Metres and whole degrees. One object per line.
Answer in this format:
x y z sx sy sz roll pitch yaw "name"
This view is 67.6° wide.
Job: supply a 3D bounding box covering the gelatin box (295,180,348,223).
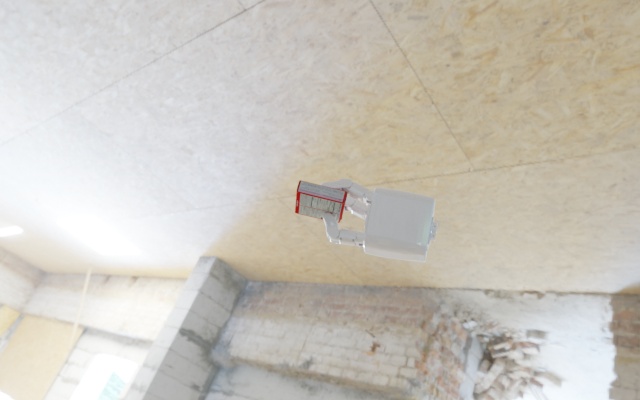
0.000 0.003 0.865 0.089 0.030 0.073 13 -32 3 "gelatin box"
